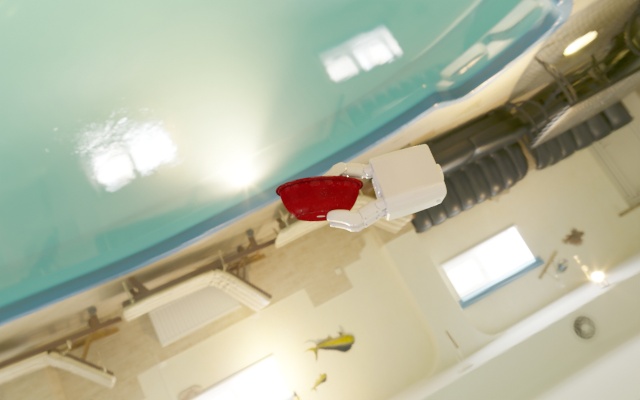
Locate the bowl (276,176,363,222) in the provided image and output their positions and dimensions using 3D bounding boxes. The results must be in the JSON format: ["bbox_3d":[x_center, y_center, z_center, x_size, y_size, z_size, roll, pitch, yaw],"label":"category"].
[{"bbox_3d":[-0.001,0.003,0.869,0.162,0.055,0.162,-4,-13,-1],"label":"bowl"}]
